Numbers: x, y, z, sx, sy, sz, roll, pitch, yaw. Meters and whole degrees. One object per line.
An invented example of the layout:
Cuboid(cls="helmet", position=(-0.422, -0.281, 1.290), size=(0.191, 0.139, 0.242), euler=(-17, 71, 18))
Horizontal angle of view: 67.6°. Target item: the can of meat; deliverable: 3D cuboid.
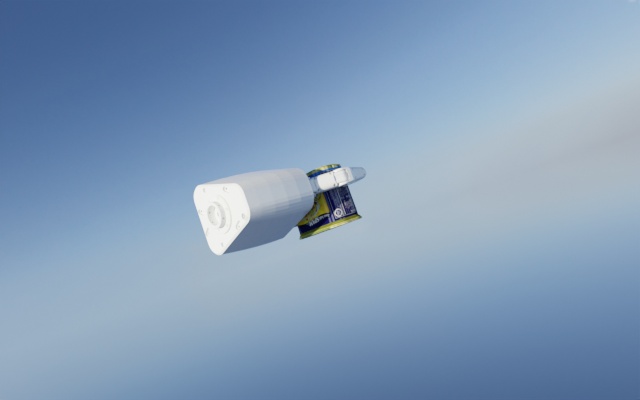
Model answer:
Cuboid(cls="can of meat", position=(0.000, 0.002, 0.683), size=(0.057, 0.084, 0.102), euler=(-16, -6, -41))
